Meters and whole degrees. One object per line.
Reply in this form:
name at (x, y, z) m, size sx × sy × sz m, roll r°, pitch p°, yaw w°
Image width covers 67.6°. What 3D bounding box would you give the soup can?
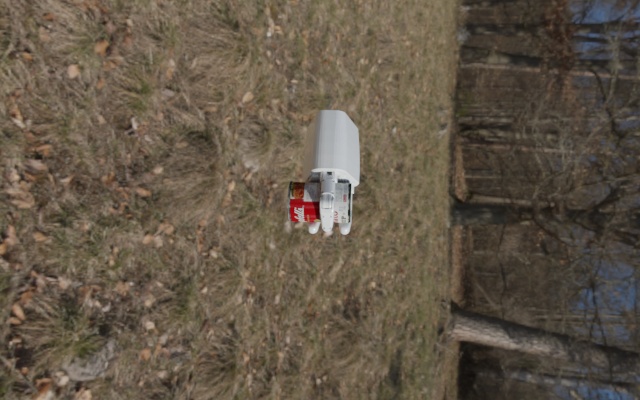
soup can at (0.000, 0.003, 0.796) m, size 0.102 × 0.068 × 0.068 m, roll 2°, pitch 0°, yaw 4°
